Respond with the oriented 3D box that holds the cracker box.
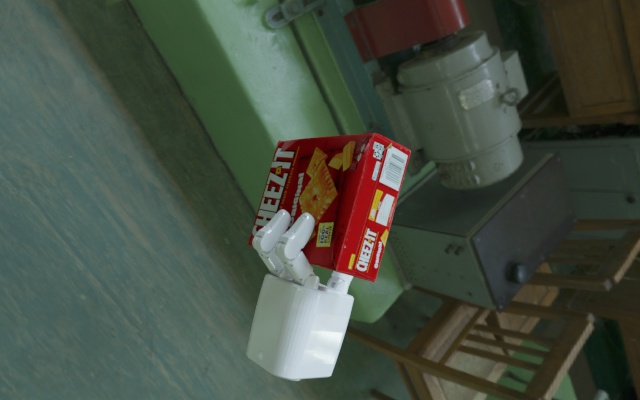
[{"bbox_3d":[0.000,0.002,0.621,0.072,0.164,0.213,21,-9,-35],"label":"cracker box"}]
